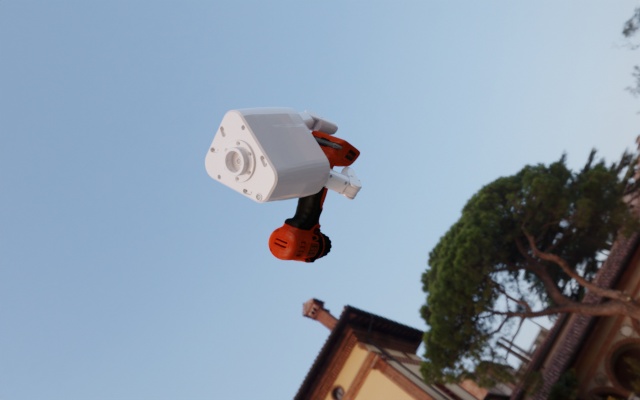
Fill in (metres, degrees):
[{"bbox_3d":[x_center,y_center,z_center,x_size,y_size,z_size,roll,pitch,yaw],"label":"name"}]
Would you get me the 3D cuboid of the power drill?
[{"bbox_3d":[0.000,0.002,0.706,0.057,0.187,0.184,18,0,17],"label":"power drill"}]
